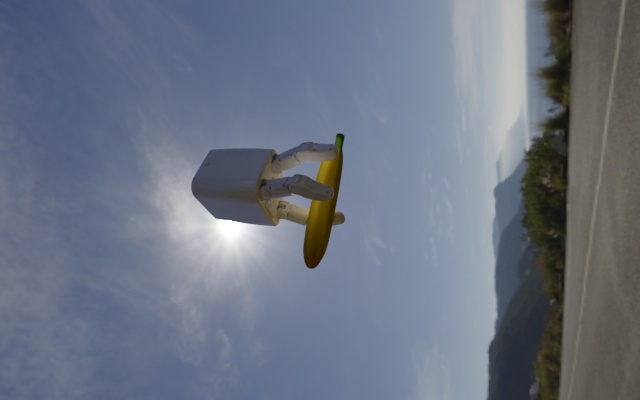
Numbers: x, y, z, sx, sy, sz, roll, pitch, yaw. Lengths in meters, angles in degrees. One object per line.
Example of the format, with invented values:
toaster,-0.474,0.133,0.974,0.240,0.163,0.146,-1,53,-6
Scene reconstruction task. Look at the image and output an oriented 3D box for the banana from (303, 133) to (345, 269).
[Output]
banana,0.003,0.005,0.681,0.037,0.197,0.070,8,-18,9
